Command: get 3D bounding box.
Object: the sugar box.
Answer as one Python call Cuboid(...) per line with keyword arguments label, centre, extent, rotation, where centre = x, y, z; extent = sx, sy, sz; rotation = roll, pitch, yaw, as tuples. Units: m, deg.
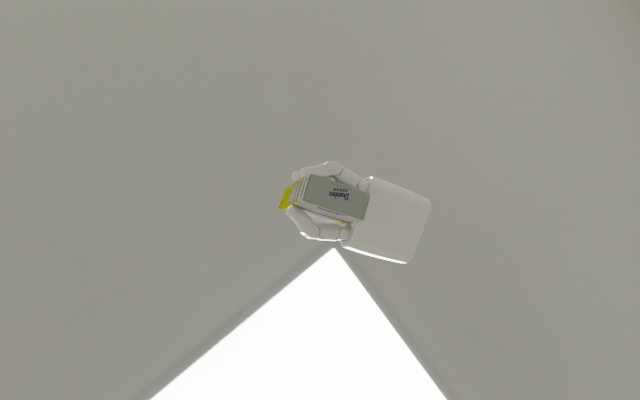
Cuboid(label="sugar box", centre=(0.000, 0.002, 0.728), extent=(0.093, 0.048, 0.176), rotation=(18, -12, -14))
